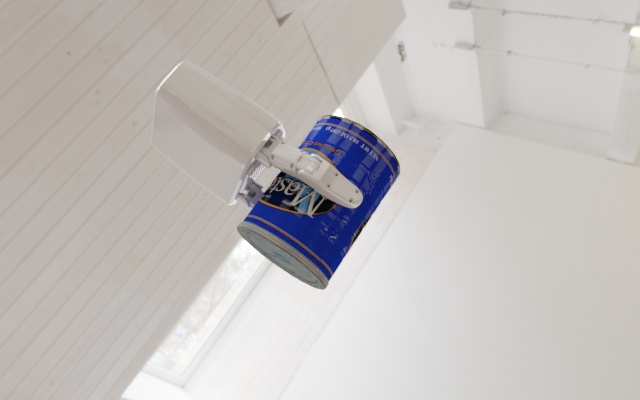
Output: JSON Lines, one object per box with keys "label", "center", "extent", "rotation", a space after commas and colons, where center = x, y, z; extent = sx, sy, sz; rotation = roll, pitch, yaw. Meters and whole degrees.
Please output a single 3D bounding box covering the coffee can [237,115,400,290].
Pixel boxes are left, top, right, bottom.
{"label": "coffee can", "center": [0.000, 0.002, 0.474], "extent": [0.103, 0.140, 0.103], "rotation": [32, -18, 11]}
